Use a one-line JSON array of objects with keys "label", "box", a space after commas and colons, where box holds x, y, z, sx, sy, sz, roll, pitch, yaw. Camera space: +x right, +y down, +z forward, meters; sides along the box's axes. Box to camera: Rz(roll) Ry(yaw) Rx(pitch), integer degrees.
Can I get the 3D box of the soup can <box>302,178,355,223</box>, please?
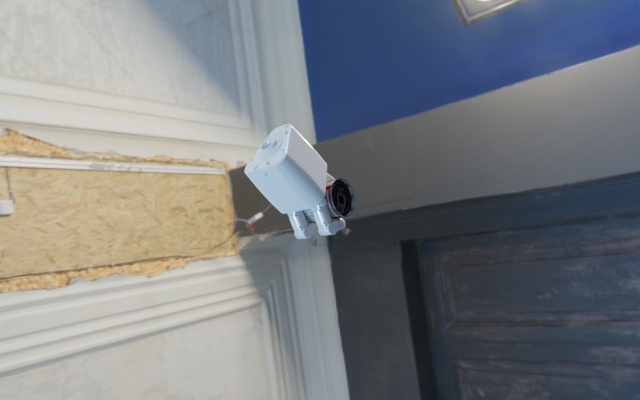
[{"label": "soup can", "box": [0.000, 0.003, 0.851, 0.102, 0.068, 0.068, -12, -7, 37]}]
